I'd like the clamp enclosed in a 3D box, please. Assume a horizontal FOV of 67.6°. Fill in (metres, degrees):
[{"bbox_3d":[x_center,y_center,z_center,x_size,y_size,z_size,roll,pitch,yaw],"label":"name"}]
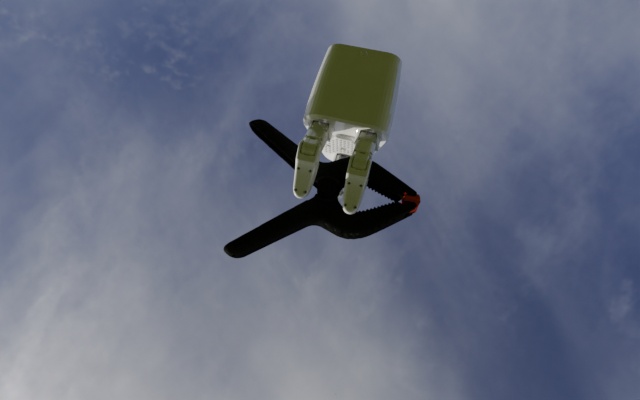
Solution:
[{"bbox_3d":[0.001,0.002,0.525,0.210,0.164,0.036,13,-18,7],"label":"clamp"}]
